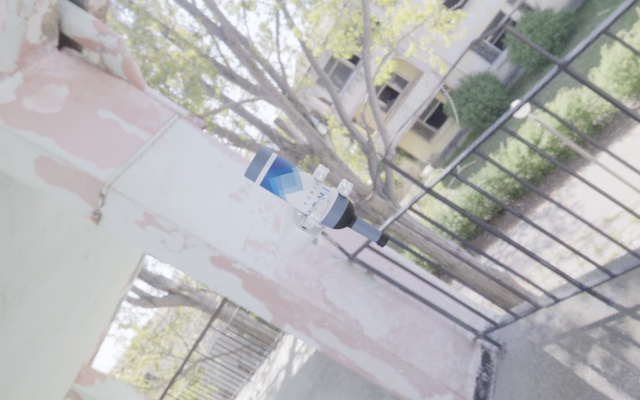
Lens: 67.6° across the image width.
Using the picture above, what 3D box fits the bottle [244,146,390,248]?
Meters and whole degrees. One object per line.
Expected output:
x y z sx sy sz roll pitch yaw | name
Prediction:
0.000 0.003 0.899 0.296 0.069 0.069 31 -4 -6 | bottle
